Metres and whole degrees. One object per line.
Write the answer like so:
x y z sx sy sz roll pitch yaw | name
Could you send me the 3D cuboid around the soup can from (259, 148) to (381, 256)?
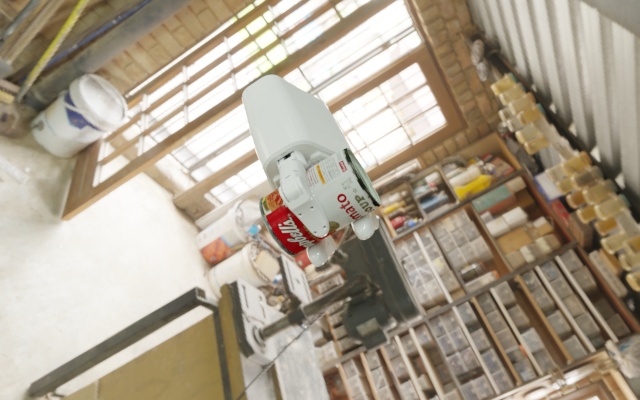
0.000 0.002 0.474 0.102 0.068 0.068 -30 -7 12 | soup can
